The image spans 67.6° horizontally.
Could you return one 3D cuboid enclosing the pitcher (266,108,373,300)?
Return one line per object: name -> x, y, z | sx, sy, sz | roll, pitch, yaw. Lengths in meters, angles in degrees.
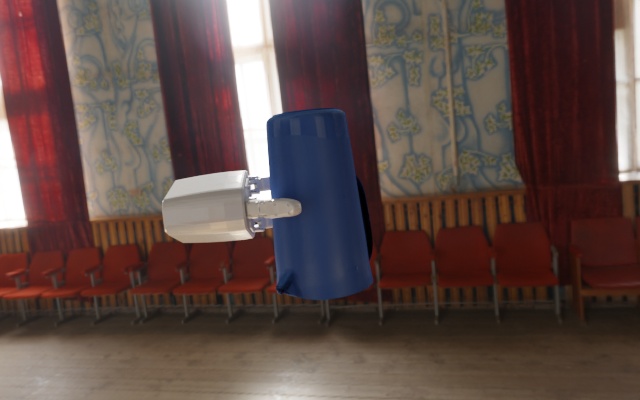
pitcher -> 0.000, 0.002, 0.652 | 0.145, 0.243, 0.149 | -6, 6, 0
